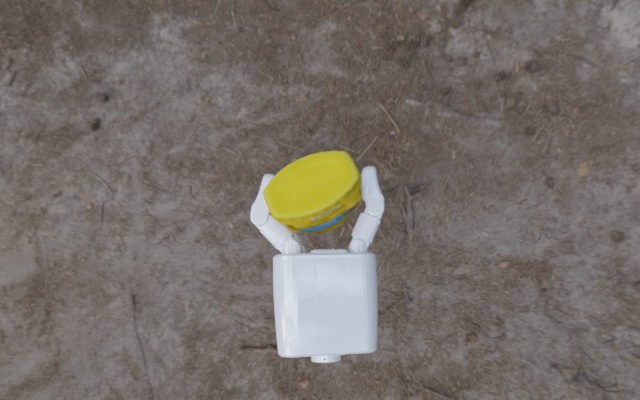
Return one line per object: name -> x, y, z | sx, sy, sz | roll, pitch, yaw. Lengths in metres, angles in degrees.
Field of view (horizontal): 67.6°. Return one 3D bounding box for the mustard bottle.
mustard bottle -> 0.000, 0.001, 0.549 | 0.096, 0.058, 0.192 | -27, -12, 0
